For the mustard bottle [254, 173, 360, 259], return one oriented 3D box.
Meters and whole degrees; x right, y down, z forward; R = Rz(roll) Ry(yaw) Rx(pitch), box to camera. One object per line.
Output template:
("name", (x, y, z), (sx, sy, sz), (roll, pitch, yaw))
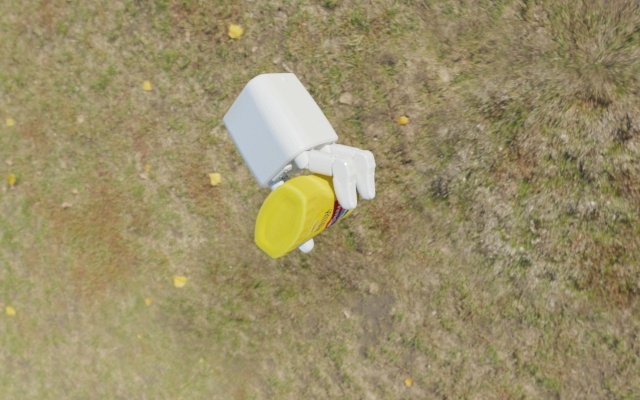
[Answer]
("mustard bottle", (0.000, 0.002, 0.597), (0.058, 0.096, 0.191), (36, 29, 17))
